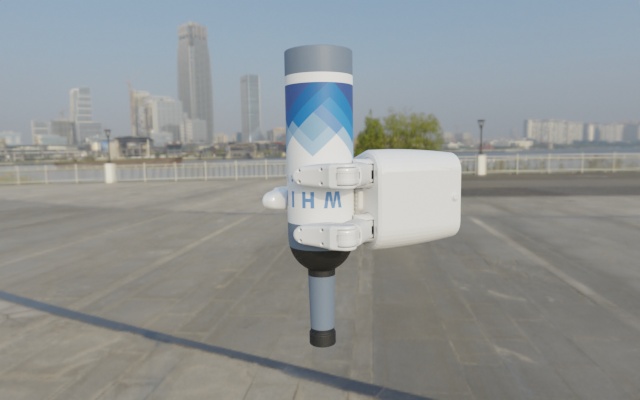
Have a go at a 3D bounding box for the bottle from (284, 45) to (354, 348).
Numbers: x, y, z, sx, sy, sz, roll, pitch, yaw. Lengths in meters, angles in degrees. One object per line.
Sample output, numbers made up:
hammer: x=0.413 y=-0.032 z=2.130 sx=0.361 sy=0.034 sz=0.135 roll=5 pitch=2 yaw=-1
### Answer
bottle: x=0.000 y=0.001 z=0.480 sx=0.069 sy=0.296 sz=0.069 roll=-1 pitch=6 yaw=0
